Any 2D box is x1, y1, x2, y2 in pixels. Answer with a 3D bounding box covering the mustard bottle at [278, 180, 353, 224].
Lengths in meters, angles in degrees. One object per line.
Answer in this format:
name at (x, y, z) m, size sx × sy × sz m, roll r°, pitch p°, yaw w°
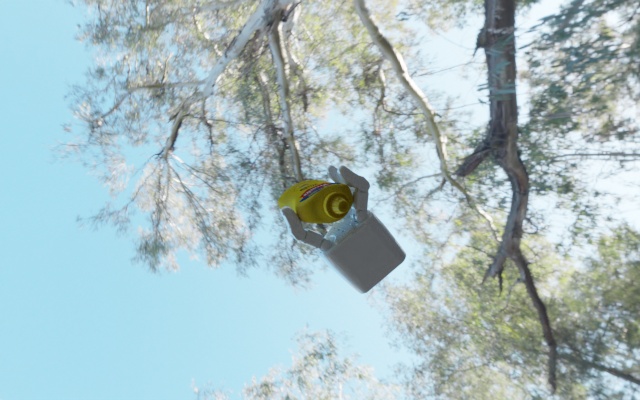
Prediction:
mustard bottle at (0.000, 0.002, 0.793) m, size 0.096 × 0.058 × 0.191 m, roll -23°, pitch 13°, yaw -18°
